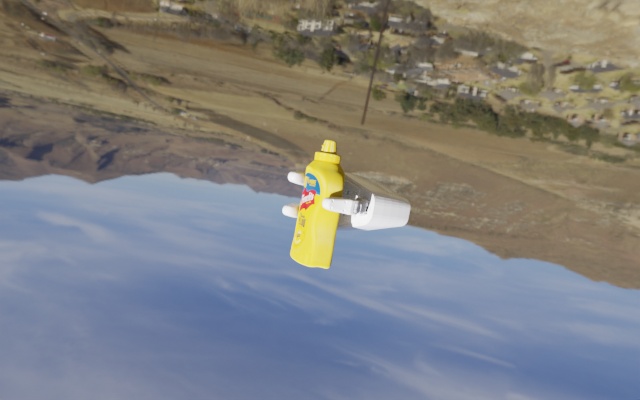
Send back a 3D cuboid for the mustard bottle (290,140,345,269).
[{"bbox_3d":[0.000,0.003,0.739,0.058,0.191,0.096,9,3,-19],"label":"mustard bottle"}]
